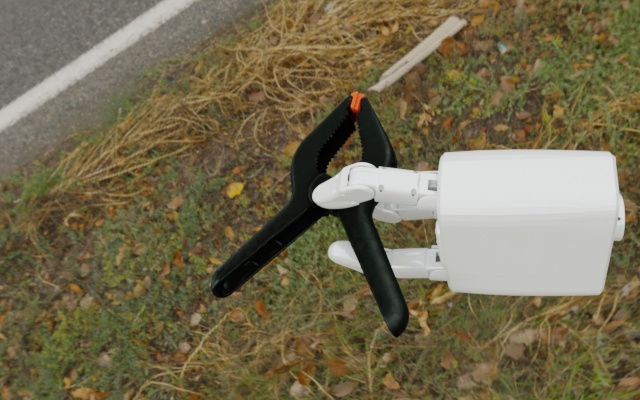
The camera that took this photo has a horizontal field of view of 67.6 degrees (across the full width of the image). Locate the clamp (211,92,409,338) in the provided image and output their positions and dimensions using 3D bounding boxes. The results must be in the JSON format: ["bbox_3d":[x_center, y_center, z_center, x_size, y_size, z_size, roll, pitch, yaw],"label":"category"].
[{"bbox_3d":[0.000,0.000,0.400,0.164,0.210,0.036,0,-28,21],"label":"clamp"}]
